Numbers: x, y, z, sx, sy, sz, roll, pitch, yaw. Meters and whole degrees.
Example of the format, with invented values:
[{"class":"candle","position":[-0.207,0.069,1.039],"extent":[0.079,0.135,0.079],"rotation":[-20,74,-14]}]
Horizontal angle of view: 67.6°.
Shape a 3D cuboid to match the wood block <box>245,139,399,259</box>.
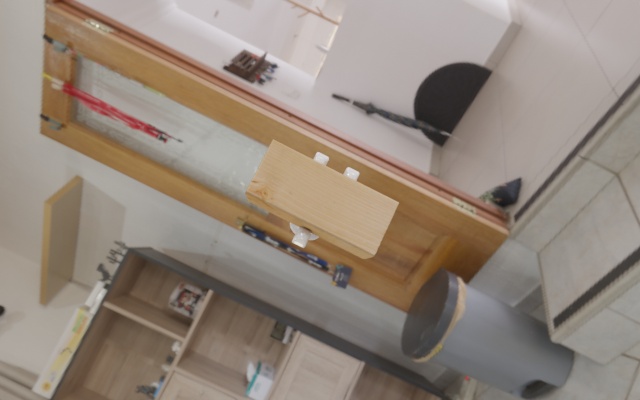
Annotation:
[{"class":"wood block","position":[0.000,0.003,0.727],"extent":[0.206,0.091,0.090],"rotation":[26,-11,-1]}]
